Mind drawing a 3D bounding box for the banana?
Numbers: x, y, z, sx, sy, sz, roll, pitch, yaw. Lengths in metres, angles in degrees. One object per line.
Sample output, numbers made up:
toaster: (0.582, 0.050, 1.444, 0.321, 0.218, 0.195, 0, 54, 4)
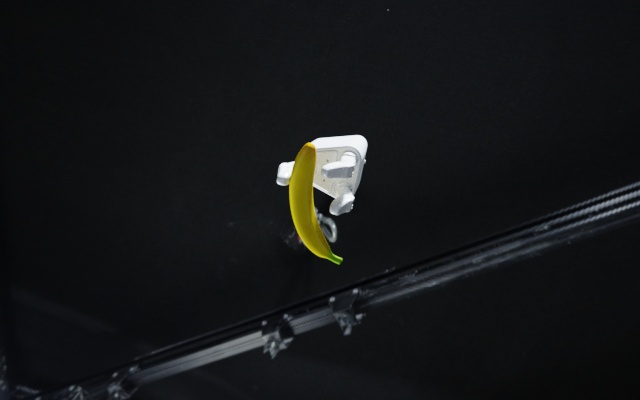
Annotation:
banana: (-0.016, 0.008, 0.753, 0.069, 0.198, 0.037, -9, 16, 21)
